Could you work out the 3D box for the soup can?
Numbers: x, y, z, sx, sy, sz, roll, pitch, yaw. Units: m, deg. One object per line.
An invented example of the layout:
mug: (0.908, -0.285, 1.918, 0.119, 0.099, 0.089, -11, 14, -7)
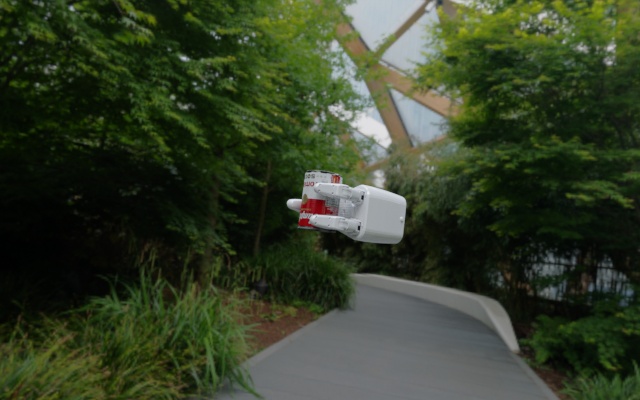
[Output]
soup can: (0.000, 0.002, 0.843, 0.068, 0.102, 0.068, 7, -5, 1)
